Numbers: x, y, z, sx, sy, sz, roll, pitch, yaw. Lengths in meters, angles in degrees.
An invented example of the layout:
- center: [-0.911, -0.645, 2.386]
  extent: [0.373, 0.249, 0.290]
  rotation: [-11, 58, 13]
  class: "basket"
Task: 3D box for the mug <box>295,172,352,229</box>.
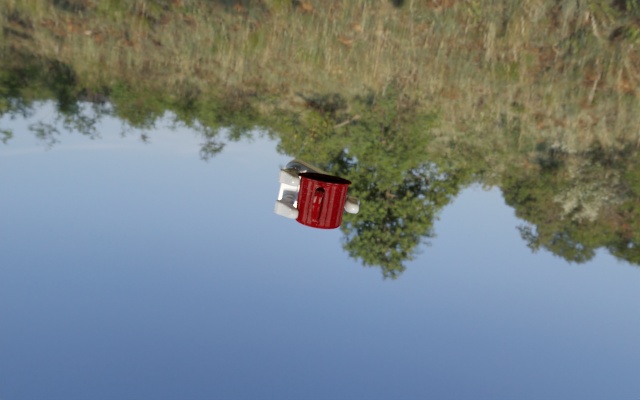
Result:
- center: [0.000, 0.003, 0.807]
  extent: [0.093, 0.081, 0.117]
  rotation: [10, 11, 2]
  class: "mug"
